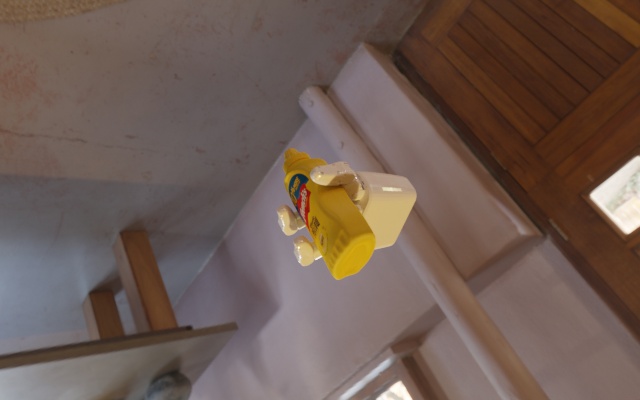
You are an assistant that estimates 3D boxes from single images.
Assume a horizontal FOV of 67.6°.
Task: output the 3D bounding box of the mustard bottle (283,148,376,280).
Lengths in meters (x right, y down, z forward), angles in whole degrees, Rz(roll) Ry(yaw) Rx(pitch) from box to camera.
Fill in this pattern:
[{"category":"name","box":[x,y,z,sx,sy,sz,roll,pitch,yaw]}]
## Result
[{"category":"mustard bottle","box":[0.000,0.002,0.629,0.058,0.191,0.096,-18,-33,-22]}]
